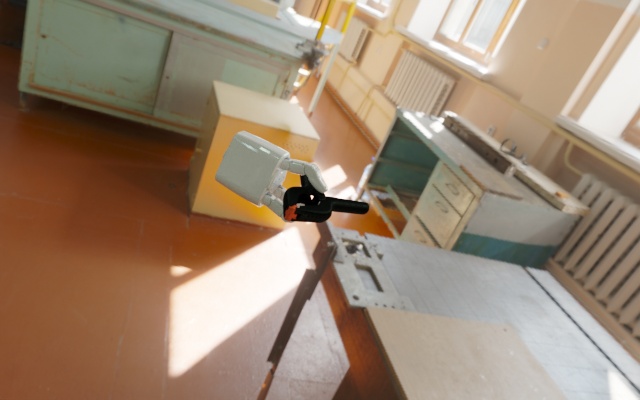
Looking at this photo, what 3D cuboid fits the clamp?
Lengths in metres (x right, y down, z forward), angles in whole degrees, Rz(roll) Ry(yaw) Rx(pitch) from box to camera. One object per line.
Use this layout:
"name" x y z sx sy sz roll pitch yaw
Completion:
"clamp" 0.000 0.002 0.895 0.164 0.036 0.210 28 24 9
